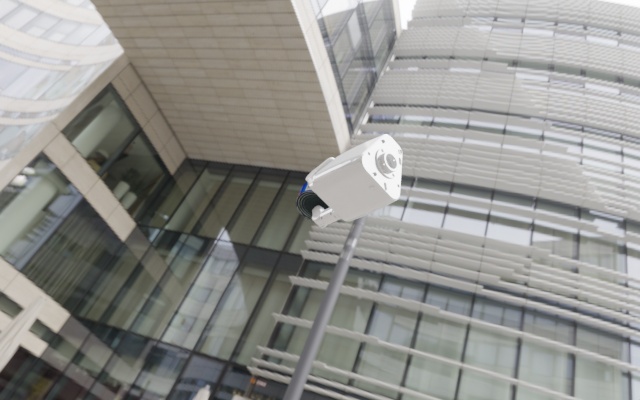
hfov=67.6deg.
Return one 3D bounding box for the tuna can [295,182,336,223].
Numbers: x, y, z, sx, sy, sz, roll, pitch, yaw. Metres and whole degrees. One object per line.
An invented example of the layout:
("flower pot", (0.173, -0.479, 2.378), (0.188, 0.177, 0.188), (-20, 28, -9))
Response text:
("tuna can", (0.000, 0.002, 0.871), (0.086, 0.033, 0.086), (12, -41, 11))
